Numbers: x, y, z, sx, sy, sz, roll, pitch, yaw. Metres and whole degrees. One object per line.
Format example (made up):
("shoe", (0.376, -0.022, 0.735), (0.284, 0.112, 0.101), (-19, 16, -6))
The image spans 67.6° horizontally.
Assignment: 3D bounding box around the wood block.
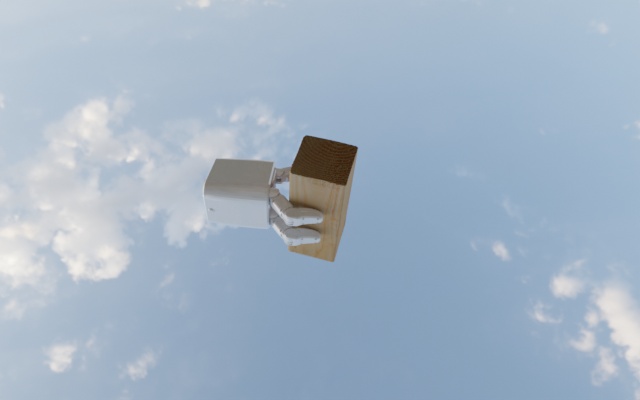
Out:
("wood block", (0.000, 0.002, 0.804), (0.090, 0.090, 0.206), (13, -39, 6))
